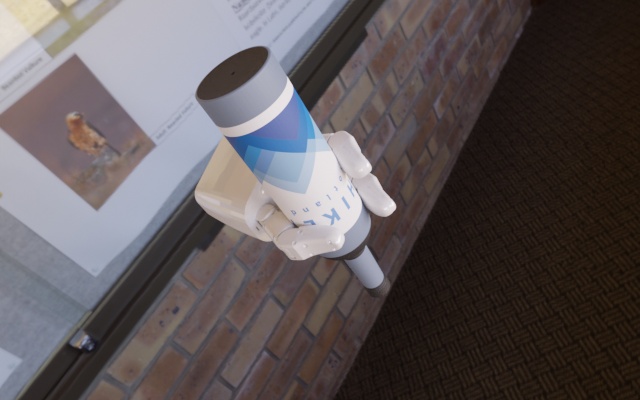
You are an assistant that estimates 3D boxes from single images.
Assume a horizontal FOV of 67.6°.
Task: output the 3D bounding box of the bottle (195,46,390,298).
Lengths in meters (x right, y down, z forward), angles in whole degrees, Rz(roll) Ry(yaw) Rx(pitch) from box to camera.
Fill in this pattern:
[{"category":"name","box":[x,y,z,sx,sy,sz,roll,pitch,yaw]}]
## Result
[{"category":"bottle","box":[0.000,0.001,0.442,0.069,0.069,0.296,0,-41,36]}]
